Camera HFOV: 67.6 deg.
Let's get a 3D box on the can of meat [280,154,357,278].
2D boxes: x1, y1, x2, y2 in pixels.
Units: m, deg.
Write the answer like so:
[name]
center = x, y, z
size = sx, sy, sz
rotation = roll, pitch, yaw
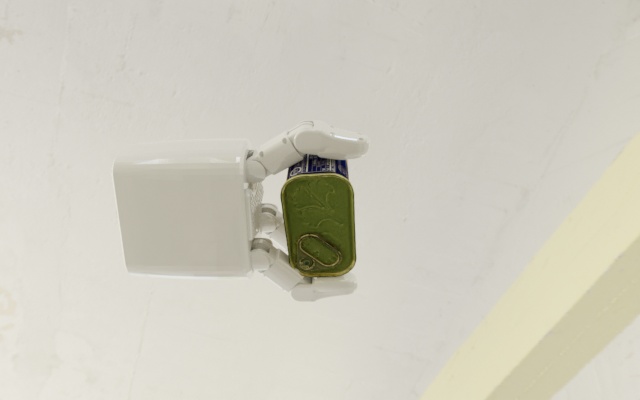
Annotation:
[can of meat]
center = 0.000, 0.001, 0.418
size = 0.057, 0.102, 0.084
rotation = -3, 33, 3
